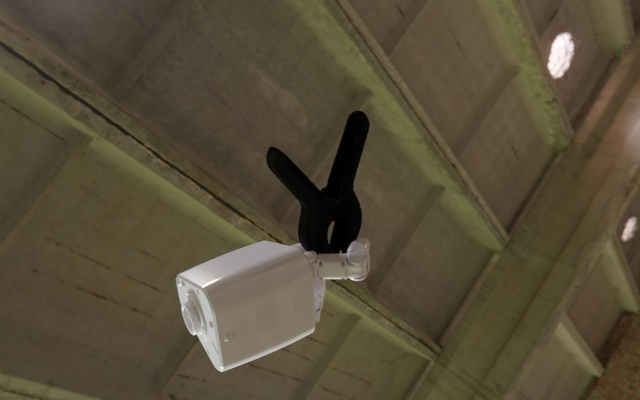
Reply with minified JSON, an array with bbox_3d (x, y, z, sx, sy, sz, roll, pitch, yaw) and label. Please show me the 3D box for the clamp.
[{"bbox_3d":[0.000,0.001,0.484,0.120,0.171,0.039,-16,27,-31],"label":"clamp"}]
